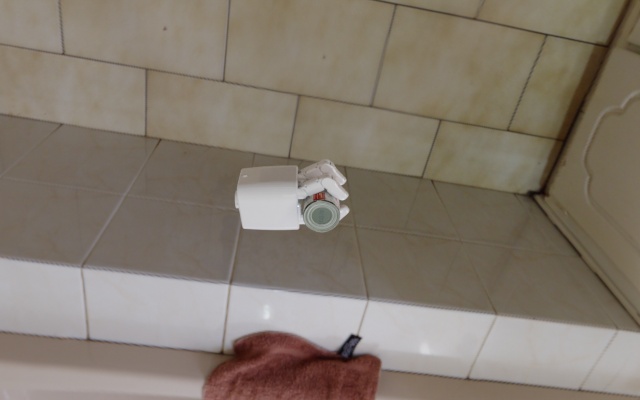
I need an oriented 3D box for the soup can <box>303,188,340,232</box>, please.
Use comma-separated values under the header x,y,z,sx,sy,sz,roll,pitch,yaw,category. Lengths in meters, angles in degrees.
x,y,z,sx,sy,sz,roll,pitch,yaw,category
0.001,0.003,0.872,0.068,0.068,0.102,0,30,-2,soup can
